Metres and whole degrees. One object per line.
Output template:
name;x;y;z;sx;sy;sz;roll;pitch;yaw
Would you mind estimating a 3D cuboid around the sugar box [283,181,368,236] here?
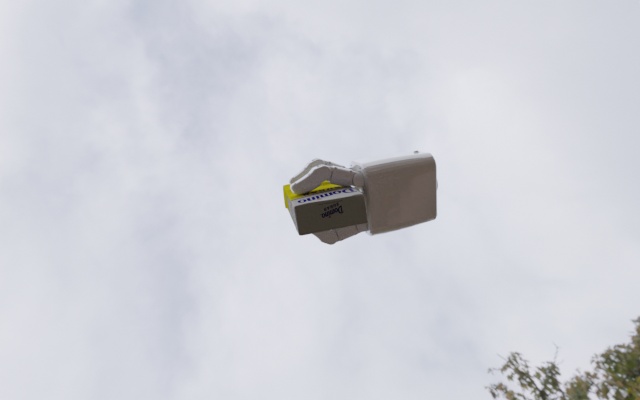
sugar box;0.000;0.002;0.682;0.093;0.048;0.176;-10;9;-8
